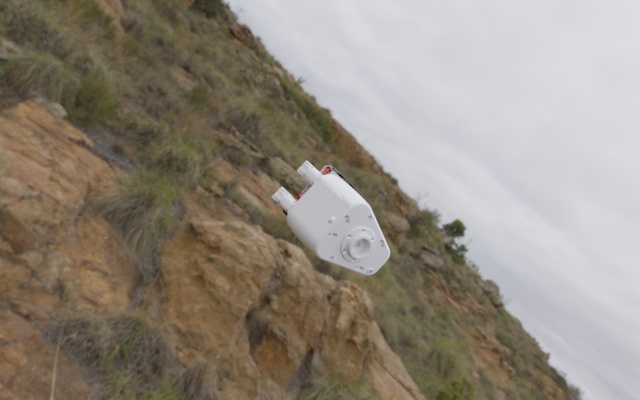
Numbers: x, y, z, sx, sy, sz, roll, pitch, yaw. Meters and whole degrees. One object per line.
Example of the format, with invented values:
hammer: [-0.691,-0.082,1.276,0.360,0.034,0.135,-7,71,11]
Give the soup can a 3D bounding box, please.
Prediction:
soup can: [0.000,0.002,0.737,0.068,0.102,0.068,43,0,0]
